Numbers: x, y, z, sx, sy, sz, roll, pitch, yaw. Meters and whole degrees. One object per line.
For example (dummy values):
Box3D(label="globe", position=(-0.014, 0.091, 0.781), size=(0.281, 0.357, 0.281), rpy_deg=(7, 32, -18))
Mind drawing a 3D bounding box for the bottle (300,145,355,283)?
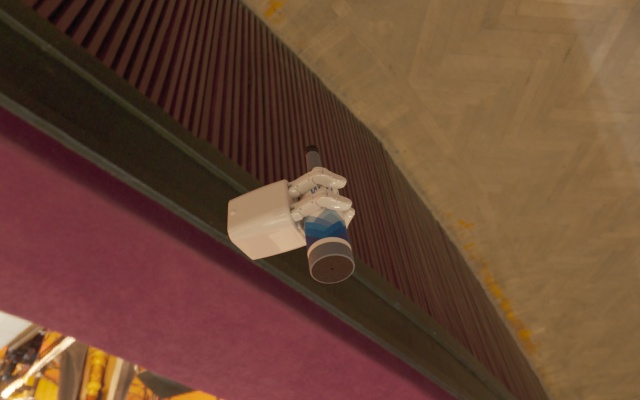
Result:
Box3D(label="bottle", position=(0.000, 0.003, 0.804), size=(0.069, 0.069, 0.295), rpy_deg=(0, 42, -9))
